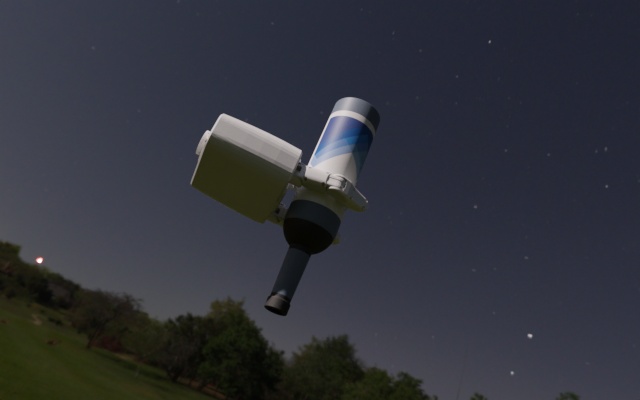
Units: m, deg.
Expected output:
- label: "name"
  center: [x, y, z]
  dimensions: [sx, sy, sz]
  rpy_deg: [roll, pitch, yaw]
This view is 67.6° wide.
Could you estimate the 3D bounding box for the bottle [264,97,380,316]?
- label: "bottle"
  center: [0.000, 0.002, 0.598]
  dimensions: [0.069, 0.295, 0.069]
  rpy_deg: [18, -26, 9]
